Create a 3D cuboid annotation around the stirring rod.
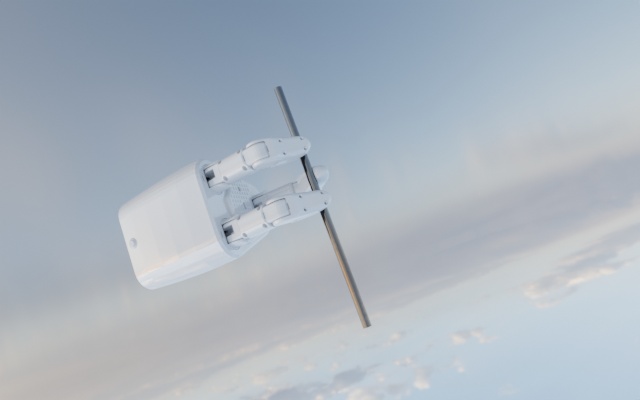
[{"bbox_3d":[0.000,0.001,0.444,0.011,0.239,0.011,-20,-10,-4],"label":"stirring rod"}]
